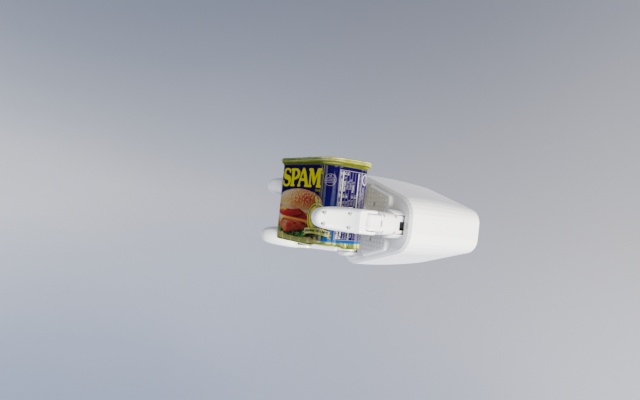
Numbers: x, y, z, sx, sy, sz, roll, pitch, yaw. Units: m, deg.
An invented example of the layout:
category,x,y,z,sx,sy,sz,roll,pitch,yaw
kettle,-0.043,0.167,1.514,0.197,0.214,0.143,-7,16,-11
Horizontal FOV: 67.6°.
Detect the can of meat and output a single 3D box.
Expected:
category,x,y,z,sx,sy,sz,roll,pitch,yaw
can of meat,0.000,0.002,0.481,0.057,0.084,0.102,6,-1,-36
